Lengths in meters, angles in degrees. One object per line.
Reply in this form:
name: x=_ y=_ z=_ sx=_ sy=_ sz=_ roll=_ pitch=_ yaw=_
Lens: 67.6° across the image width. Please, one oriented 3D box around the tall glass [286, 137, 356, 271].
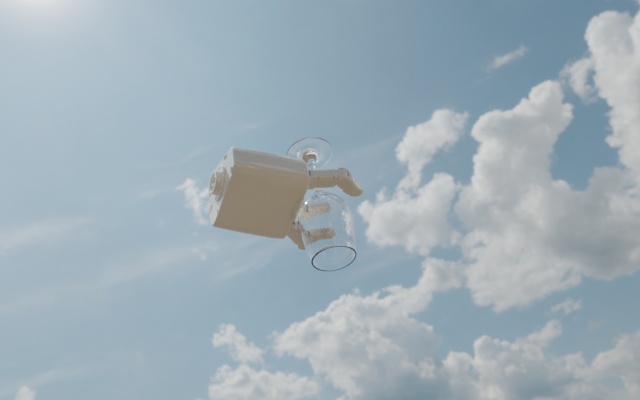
tall glass: x=0.000 y=0.002 z=0.698 sx=0.079 sy=0.201 sz=0.079 roll=-8 pitch=-38 yaw=-7
